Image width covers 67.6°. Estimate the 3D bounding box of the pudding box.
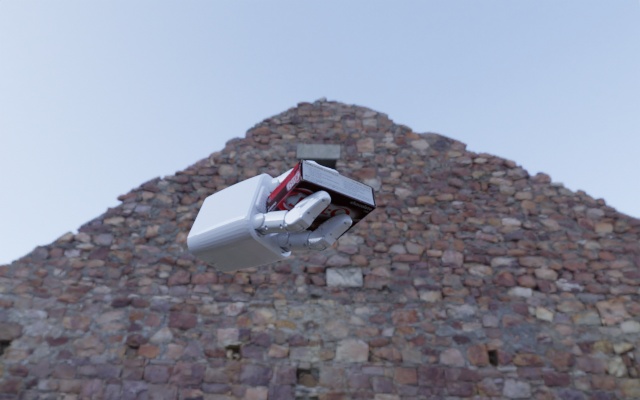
[{"bbox_3d":[0.000,0.002,0.610,0.113,0.039,0.090,17,-39,-28],"label":"pudding box"}]
